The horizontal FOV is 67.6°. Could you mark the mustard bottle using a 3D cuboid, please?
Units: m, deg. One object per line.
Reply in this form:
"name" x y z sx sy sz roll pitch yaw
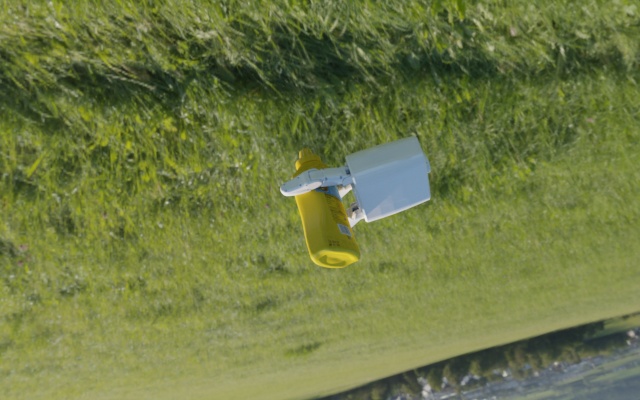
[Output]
"mustard bottle" 0.000 0.003 0.719 0.058 0.191 0.096 -30 -29 25
